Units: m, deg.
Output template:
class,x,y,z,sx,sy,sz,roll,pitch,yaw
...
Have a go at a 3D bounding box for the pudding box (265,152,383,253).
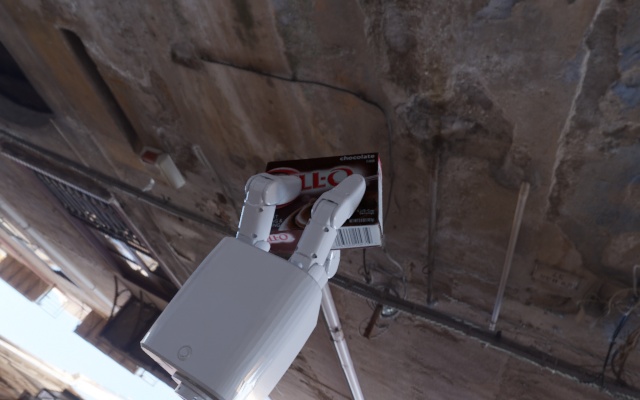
class,x,y,z,sx,sy,sz,roll,pitch,yaw
pudding box,0.000,0.002,0.439,0.113,0.090,0.039,-3,-42,10
